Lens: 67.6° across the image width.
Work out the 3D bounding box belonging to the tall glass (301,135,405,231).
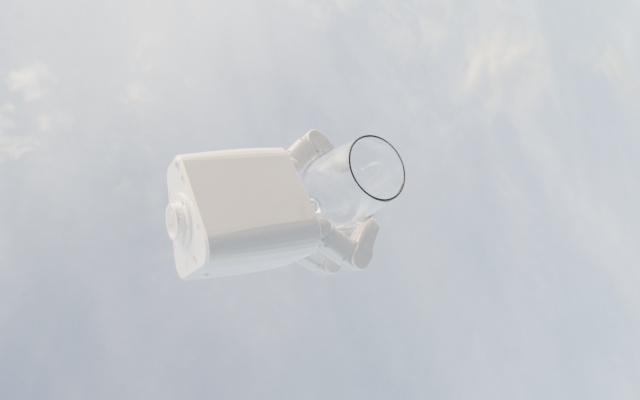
[{"bbox_3d":[0.000,0.002,0.494,0.079,0.079,0.201,0,-18,-32],"label":"tall glass"}]
